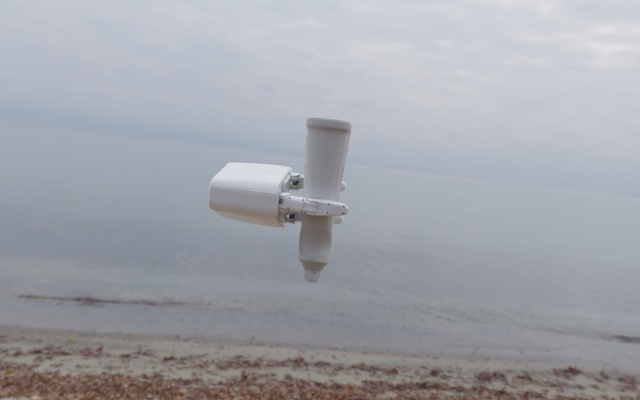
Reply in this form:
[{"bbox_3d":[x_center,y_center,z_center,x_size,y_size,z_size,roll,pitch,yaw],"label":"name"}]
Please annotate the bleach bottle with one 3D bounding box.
[{"bbox_3d":[0.000,0.002,0.734,0.068,0.251,0.102,7,5,4],"label":"bleach bottle"}]
